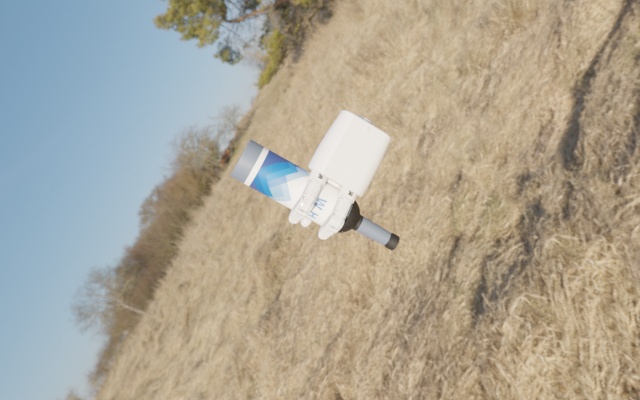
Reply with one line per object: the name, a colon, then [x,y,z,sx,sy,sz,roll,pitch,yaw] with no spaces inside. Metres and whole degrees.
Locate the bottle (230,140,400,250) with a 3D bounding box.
bottle: [0.000,0.003,0.780,0.296,0.069,0.069,29,-6,-11]
